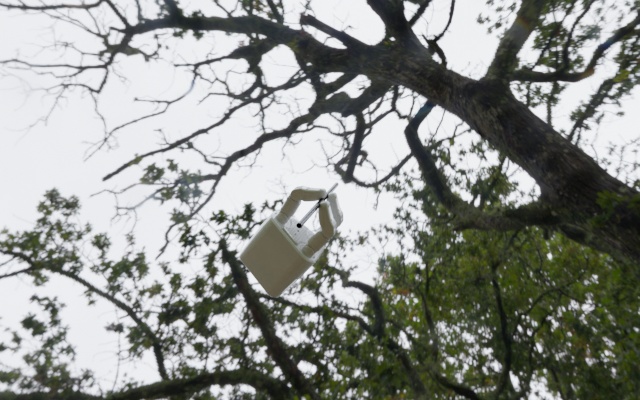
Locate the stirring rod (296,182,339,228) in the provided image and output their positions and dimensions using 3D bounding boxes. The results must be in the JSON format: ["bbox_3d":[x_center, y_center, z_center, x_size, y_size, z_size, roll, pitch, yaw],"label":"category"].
[{"bbox_3d":[0.000,0.003,0.779,0.011,0.011,0.239,0,16,15],"label":"stirring rod"}]
